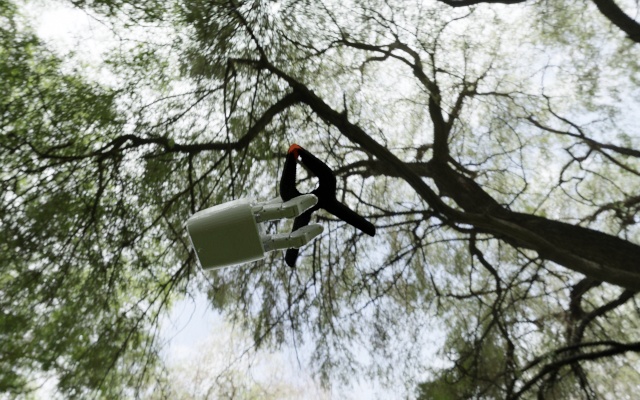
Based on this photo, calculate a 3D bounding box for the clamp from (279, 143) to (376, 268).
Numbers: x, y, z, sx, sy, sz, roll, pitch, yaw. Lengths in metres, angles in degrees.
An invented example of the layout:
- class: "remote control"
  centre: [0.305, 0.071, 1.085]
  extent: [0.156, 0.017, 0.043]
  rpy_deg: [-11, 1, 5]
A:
- class: "clamp"
  centre: [0.000, 0.002, 0.789]
  extent: [0.164, 0.210, 0.036]
  rpy_deg: [-15, 24, -4]
